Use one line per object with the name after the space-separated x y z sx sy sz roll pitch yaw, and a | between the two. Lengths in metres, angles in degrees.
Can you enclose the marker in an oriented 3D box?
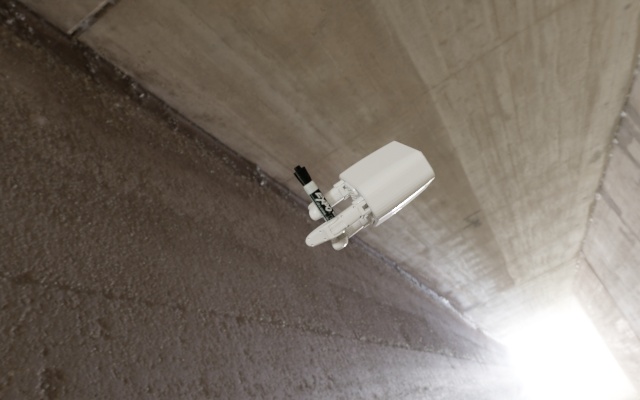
0.000 0.002 0.674 0.020 0.121 0.020 -33 8 5 | marker
